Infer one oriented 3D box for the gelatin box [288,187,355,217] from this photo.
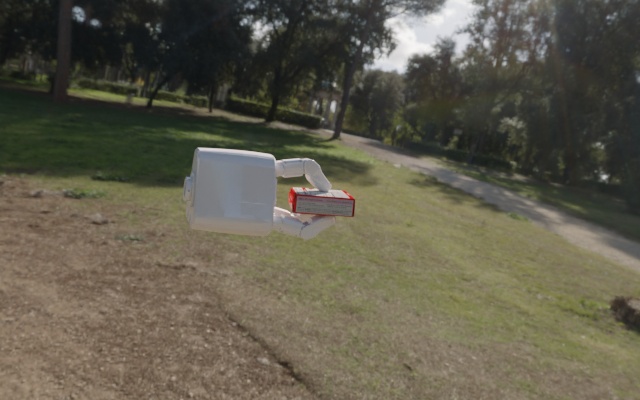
[{"bbox_3d":[0.000,0.002,0.699,0.089,0.030,0.073,3,9,-9],"label":"gelatin box"}]
